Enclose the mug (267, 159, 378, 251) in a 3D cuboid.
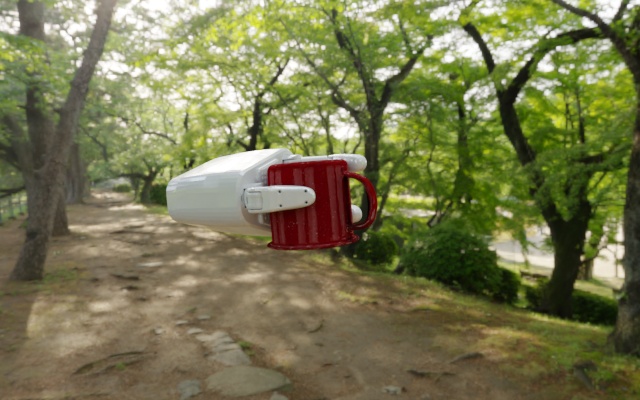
[{"bbox_3d":[0.001,0.001,0.472,0.117,0.081,0.093,-2,4,30],"label":"mug"}]
